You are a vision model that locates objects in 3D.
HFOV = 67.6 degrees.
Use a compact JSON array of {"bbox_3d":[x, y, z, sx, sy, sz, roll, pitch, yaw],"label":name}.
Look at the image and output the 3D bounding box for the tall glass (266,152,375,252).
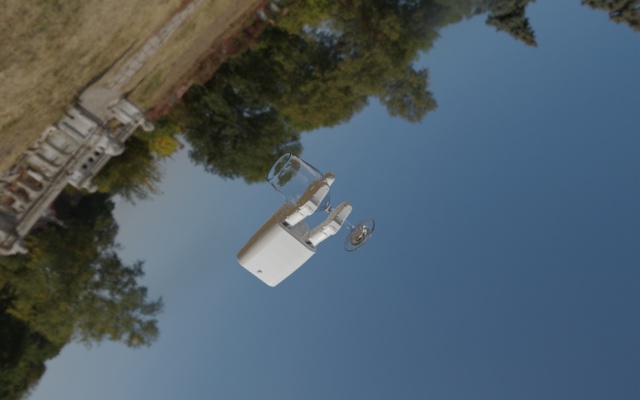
[{"bbox_3d":[0.001,0.003,0.833,0.201,0.079,0.079,41,-17,-21],"label":"tall glass"}]
